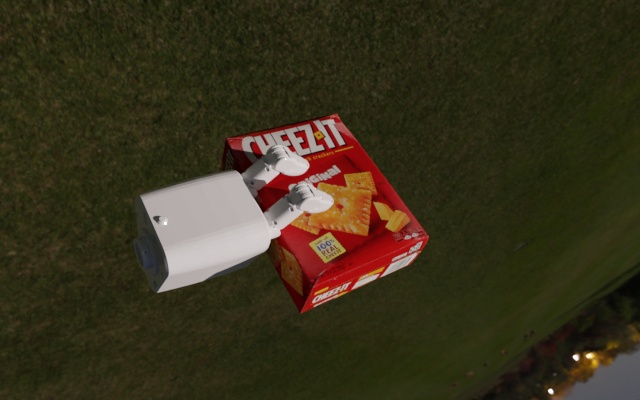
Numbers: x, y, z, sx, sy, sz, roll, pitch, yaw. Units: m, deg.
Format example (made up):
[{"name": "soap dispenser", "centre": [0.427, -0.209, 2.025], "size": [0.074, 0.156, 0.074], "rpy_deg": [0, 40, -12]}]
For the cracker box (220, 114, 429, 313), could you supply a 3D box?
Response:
[{"name": "cracker box", "centre": [0.000, 0.002, 0.568], "size": [0.164, 0.213, 0.072], "rpy_deg": [-18, -29, -29]}]
